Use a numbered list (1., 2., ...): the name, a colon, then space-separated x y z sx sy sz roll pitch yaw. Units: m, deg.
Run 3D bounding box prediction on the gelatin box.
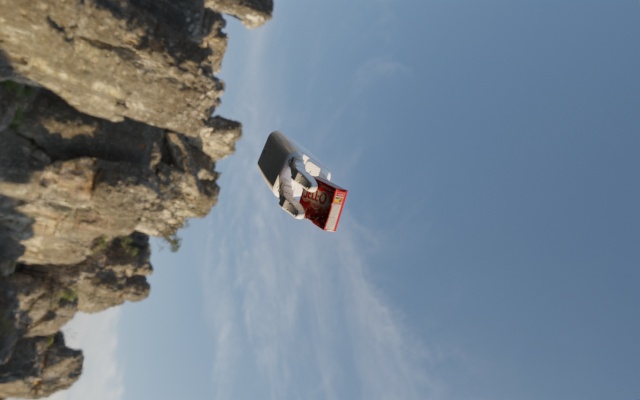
1. gelatin box: 0.001 0.003 0.810 0.030 0.073 0.089 8 14 -40
